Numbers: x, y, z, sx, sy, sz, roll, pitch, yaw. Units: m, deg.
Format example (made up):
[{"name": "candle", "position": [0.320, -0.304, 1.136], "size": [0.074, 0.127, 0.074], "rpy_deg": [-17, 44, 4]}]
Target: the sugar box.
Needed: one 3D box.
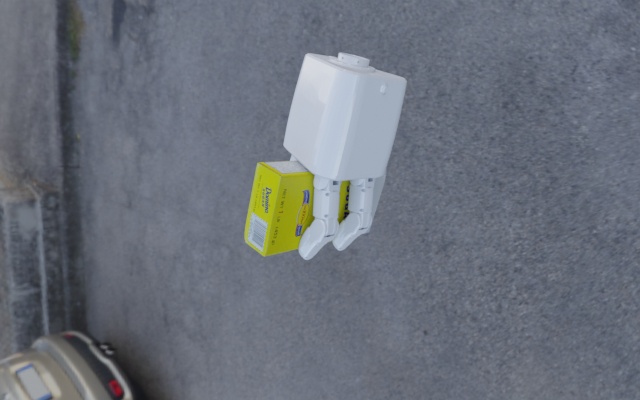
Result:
[{"name": "sugar box", "position": [0.000, 0.002, 0.546], "size": [0.176, 0.093, 0.048], "rpy_deg": [-7, 30, -43]}]
